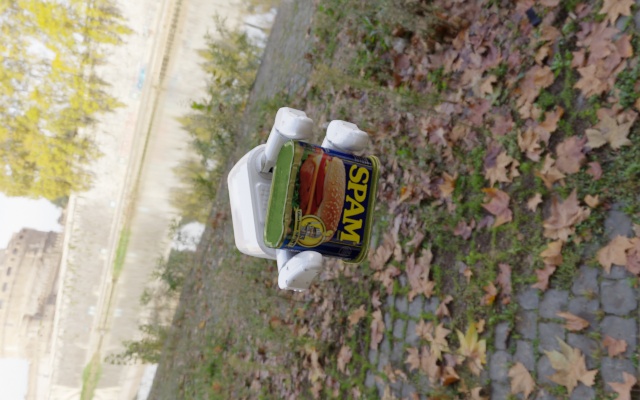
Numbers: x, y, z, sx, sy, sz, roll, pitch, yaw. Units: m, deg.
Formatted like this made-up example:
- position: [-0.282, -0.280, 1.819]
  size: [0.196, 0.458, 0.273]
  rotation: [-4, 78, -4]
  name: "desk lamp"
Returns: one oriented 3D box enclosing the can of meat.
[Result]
- position: [0.000, 0.001, 0.432]
  size: [0.084, 0.102, 0.057]
  rotation: [12, -8, -22]
  name: "can of meat"
